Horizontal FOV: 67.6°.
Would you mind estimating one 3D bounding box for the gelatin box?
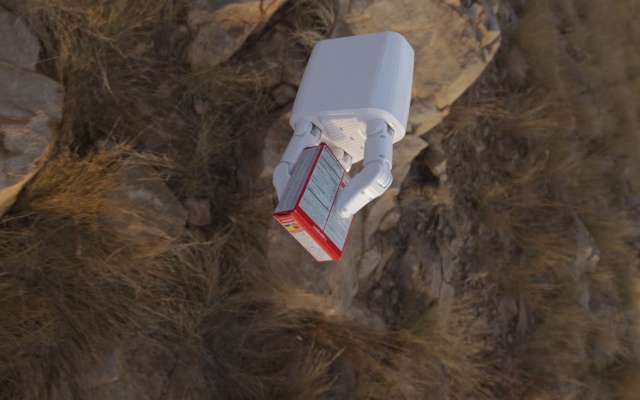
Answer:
[{"bbox_3d":[0.000,0.002,0.452,0.030,0.089,0.073,-12,-48,37],"label":"gelatin box"}]
